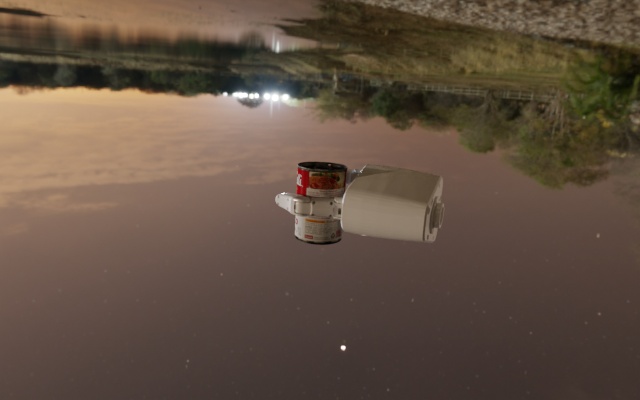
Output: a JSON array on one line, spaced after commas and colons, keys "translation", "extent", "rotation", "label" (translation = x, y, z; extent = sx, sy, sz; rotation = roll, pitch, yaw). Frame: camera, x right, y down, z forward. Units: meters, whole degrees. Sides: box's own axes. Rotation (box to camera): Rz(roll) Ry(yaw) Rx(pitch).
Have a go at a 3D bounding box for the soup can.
[{"translation": [0.000, 0.002, 0.653], "extent": [0.068, 0.102, 0.068], "rotation": [3, 14, -1], "label": "soup can"}]
